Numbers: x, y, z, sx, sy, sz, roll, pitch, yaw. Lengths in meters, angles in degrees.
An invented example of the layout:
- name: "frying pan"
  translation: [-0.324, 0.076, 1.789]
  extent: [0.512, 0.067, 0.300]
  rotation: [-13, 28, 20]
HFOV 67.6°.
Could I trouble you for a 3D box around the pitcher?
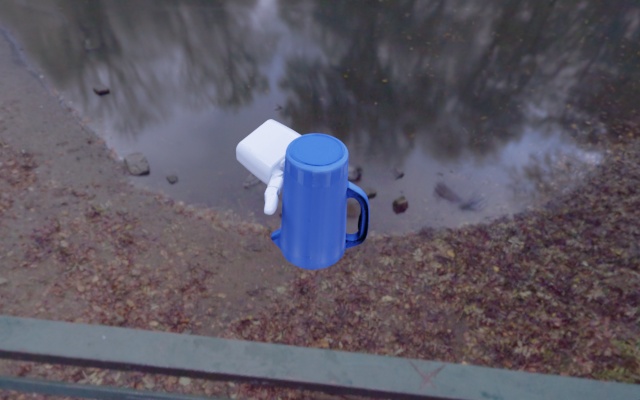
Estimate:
- name: "pitcher"
  translation: [0.000, 0.003, 0.883]
  extent: [0.149, 0.243, 0.145]
  rotation: [-31, 53, -32]
